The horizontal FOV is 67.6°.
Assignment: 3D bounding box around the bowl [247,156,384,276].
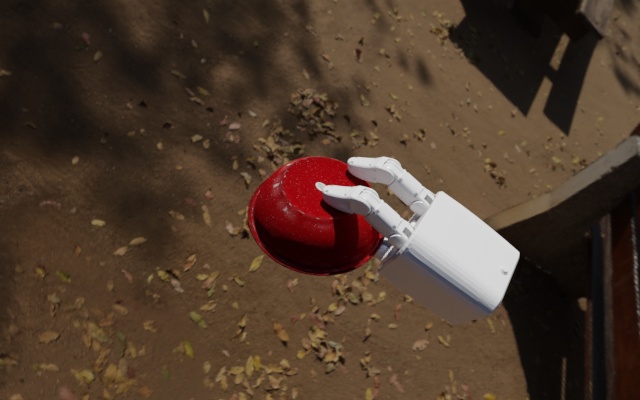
[{"bbox_3d":[-0.001,0.001,0.535,0.162,0.162,0.055,0,-40,-10],"label":"bowl"}]
